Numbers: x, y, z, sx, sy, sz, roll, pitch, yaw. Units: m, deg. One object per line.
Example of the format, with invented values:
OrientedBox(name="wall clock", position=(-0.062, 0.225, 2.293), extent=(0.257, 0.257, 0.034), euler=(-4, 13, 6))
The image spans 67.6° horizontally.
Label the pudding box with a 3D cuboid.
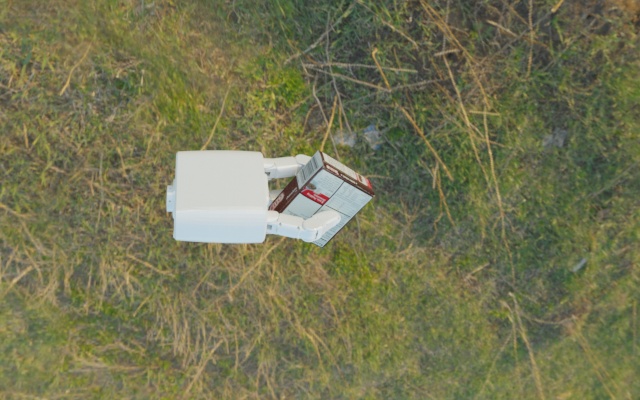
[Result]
OrientedBox(name="pudding box", position=(0.000, 0.002, 0.621), extent=(0.090, 0.039, 0.113), euler=(28, -59, -30))
